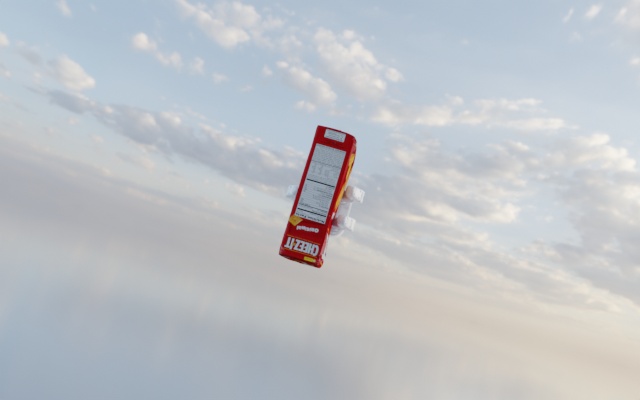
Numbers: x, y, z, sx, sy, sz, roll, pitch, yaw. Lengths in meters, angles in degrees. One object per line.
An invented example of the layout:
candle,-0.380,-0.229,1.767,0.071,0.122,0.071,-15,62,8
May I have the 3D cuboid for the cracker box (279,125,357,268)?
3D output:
cracker box,0.000,0.002,0.805,0.072,0.213,0.164,16,-9,4
